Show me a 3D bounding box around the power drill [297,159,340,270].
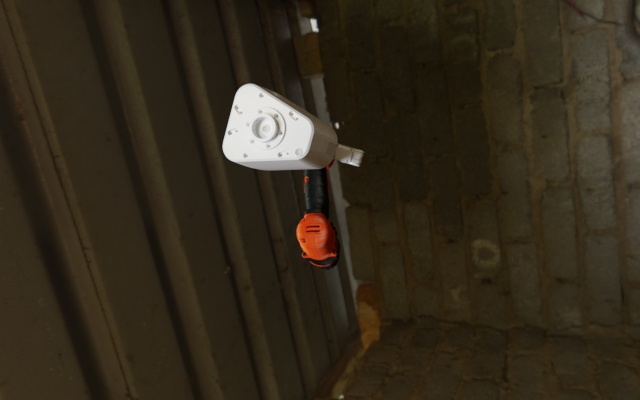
[{"bbox_3d":[0.000,0.002,0.706,0.057,0.187,0.184,-5,-19,3],"label":"power drill"}]
